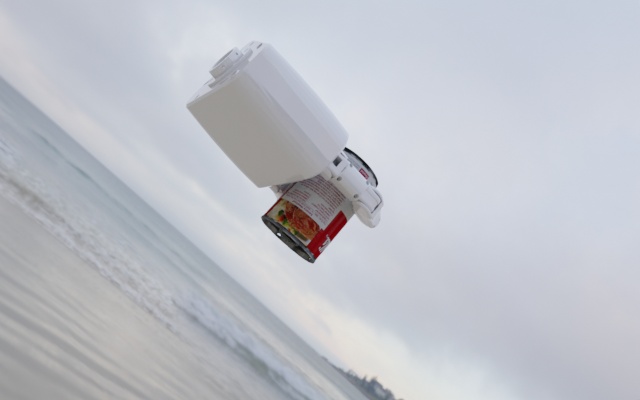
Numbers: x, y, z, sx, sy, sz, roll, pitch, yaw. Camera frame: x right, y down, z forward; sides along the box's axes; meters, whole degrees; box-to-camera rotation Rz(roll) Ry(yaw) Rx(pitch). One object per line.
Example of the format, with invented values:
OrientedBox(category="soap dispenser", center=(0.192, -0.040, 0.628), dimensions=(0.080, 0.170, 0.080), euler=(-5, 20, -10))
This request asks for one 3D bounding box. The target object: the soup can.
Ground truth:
OrientedBox(category="soup can", center=(0.001, 0.002, 0.470), dimensions=(0.068, 0.102, 0.068), euler=(38, -14, 11))
